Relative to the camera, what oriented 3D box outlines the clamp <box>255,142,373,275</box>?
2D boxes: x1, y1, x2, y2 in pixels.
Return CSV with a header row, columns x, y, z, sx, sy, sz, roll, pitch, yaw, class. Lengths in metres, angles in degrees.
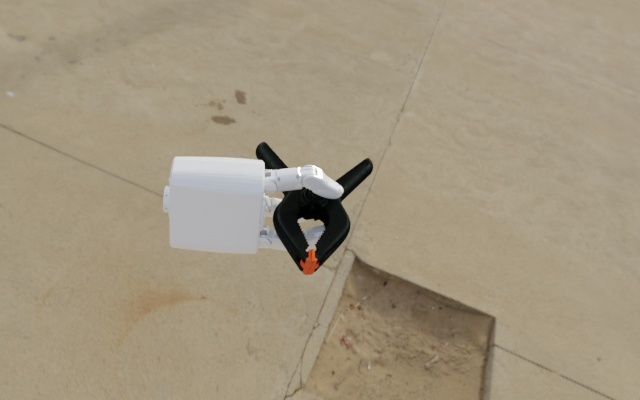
x,y,z,sx,sy,sz,roll,pitch,yaw,class
0.000,0.002,0.607,0.164,0.209,0.036,2,-45,-10,clamp
